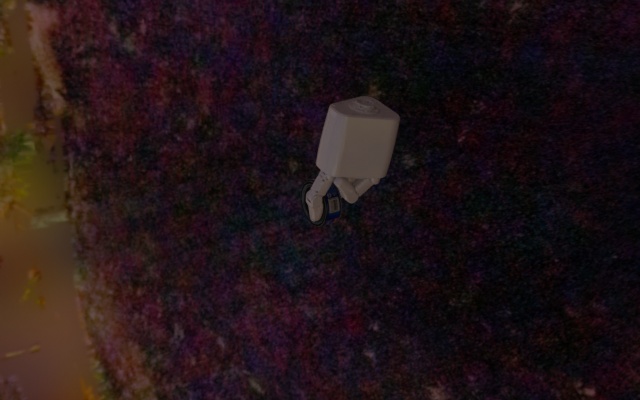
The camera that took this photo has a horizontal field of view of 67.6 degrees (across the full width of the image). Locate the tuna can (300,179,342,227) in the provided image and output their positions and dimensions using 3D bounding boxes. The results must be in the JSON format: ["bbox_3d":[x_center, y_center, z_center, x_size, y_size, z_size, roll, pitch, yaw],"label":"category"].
[{"bbox_3d":[0.000,0.003,0.844,0.034,0.086,0.086,-15,8,-31],"label":"tuna can"}]
